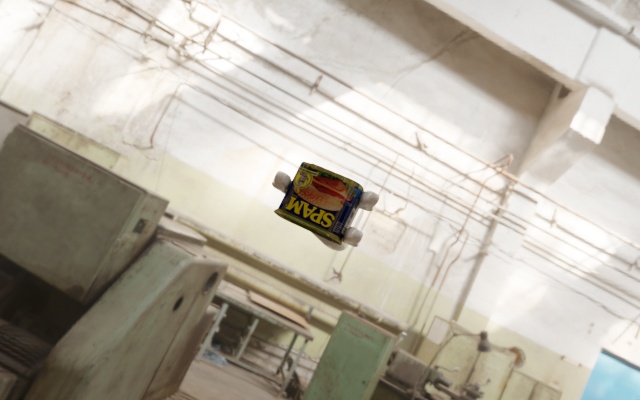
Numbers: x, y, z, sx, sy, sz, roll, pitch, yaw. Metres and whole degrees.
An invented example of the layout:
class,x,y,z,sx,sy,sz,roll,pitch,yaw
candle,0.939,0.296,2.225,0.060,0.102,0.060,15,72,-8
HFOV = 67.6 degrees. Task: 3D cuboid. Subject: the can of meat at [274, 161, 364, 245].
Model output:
class,x,y,z,sx,sy,sz,roll,pitch,yaw
can of meat,0.000,0.002,0.664,0.102,0.084,0.057,24,-9,17
